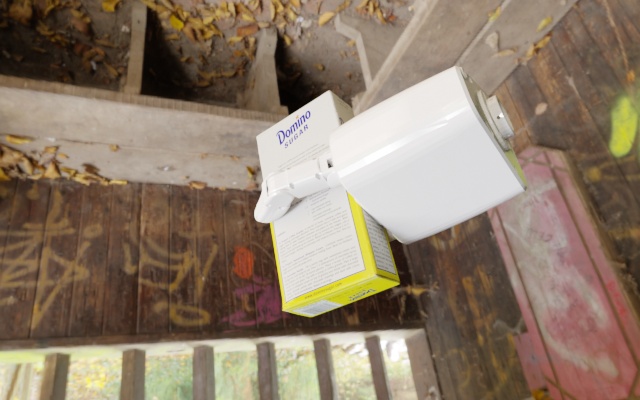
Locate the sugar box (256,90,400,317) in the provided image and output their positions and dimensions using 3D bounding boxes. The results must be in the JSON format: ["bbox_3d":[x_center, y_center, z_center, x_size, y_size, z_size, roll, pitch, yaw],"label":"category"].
[{"bbox_3d":[0.001,0.002,0.416,0.093,0.176,0.048,-26,-33,27],"label":"sugar box"}]
